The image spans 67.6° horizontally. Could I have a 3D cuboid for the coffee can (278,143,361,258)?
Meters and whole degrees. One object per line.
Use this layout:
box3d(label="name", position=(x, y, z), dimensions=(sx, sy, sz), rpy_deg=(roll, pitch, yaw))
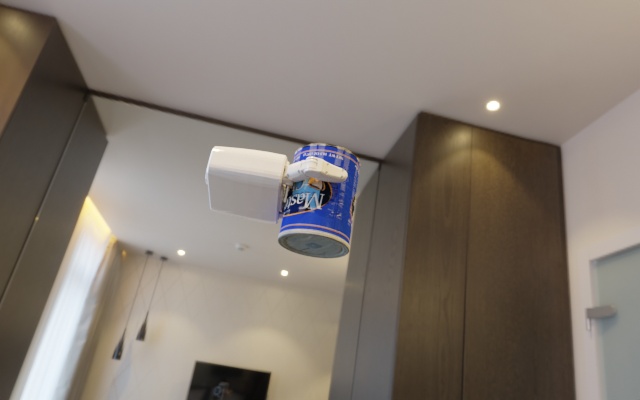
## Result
box3d(label="coffee can", position=(0.000, 0.002, 0.701), dimensions=(0.103, 0.140, 0.103), rpy_deg=(8, -23, 3))
